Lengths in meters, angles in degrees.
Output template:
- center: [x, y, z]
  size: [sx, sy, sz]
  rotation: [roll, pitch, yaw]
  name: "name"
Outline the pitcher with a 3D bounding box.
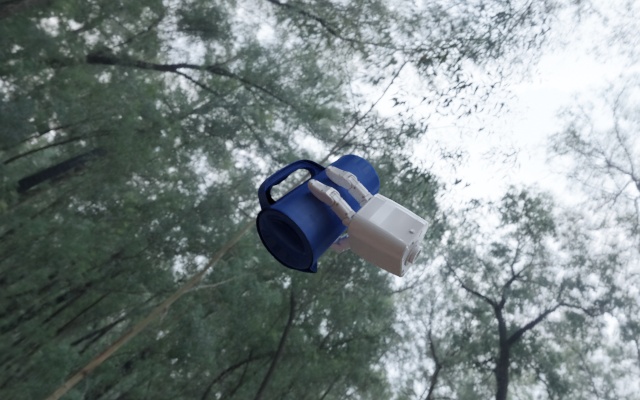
- center: [0.000, 0.003, 0.894]
  size: [0.145, 0.149, 0.242]
  rotation: [29, 48, 25]
  name: "pitcher"
